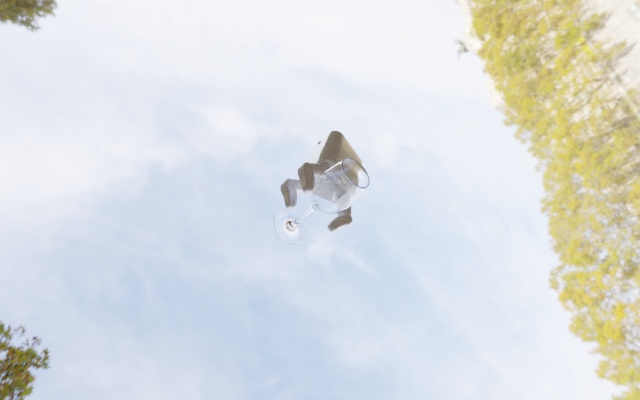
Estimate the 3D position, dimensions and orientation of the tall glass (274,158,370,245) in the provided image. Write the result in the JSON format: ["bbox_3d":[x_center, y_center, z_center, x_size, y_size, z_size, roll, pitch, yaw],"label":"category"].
[{"bbox_3d":[0.000,0.003,0.870,0.079,0.079,0.201,0,-30,-45],"label":"tall glass"}]
